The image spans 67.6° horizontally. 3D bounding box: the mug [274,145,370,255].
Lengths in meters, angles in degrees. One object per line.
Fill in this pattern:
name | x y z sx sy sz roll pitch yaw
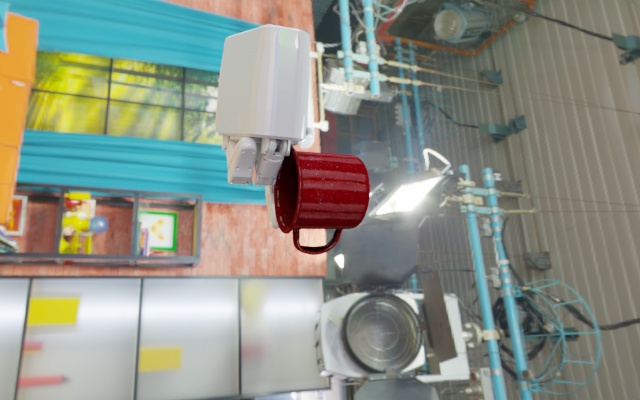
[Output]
mug | 0.000 0.003 0.516 0.081 0.117 0.093 2 7 -21
